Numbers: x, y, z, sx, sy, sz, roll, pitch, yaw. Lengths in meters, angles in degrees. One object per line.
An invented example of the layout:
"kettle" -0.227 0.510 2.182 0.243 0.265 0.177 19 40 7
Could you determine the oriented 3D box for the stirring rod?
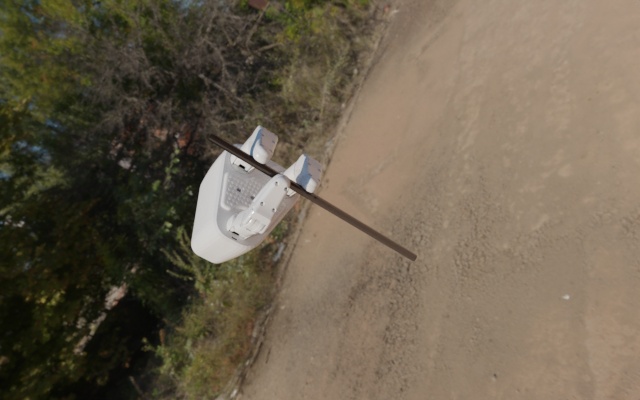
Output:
"stirring rod" 0.000 0.002 0.462 0.239 0.011 0.011 31 -11 -18
